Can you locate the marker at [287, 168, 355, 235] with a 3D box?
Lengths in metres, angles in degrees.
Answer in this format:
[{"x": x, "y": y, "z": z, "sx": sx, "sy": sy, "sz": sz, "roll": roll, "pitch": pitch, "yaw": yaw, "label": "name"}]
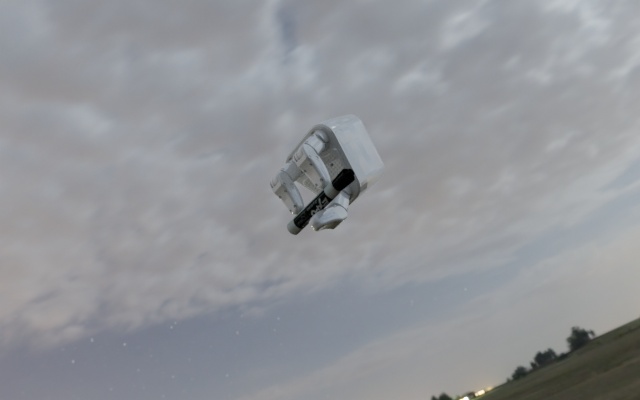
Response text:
[{"x": 0.000, "y": 0.002, "z": 0.579, "sx": 0.020, "sy": 0.020, "sz": 0.121, "roll": 0, "pitch": -36, "yaw": -47, "label": "marker"}]
